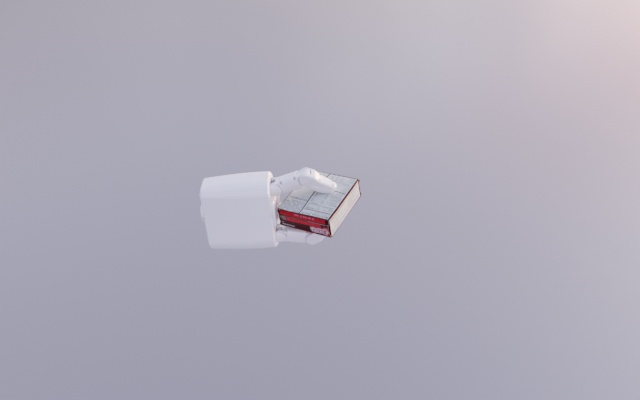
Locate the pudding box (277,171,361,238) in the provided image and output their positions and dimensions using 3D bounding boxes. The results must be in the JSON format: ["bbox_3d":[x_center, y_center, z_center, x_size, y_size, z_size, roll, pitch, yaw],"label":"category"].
[{"bbox_3d":[0.000,0.002,0.739,0.090,0.039,0.113,13,44,25],"label":"pudding box"}]
